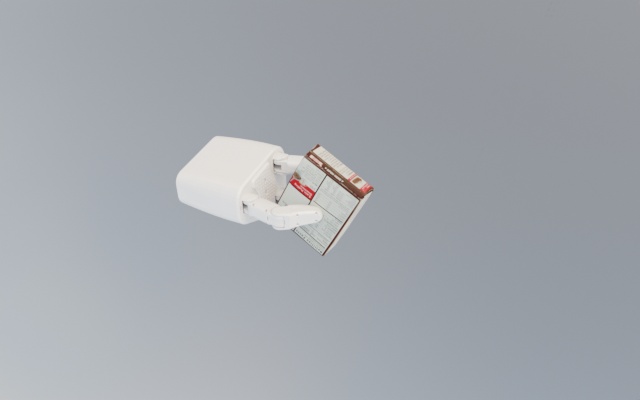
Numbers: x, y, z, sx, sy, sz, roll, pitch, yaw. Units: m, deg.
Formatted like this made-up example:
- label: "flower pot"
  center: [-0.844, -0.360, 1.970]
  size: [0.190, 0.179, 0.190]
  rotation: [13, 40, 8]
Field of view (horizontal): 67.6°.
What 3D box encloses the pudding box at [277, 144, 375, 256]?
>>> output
- label: "pudding box"
  center: [0.000, 0.002, 0.591]
  size: [0.090, 0.114, 0.039]
  rotation: [39, 41, 8]
